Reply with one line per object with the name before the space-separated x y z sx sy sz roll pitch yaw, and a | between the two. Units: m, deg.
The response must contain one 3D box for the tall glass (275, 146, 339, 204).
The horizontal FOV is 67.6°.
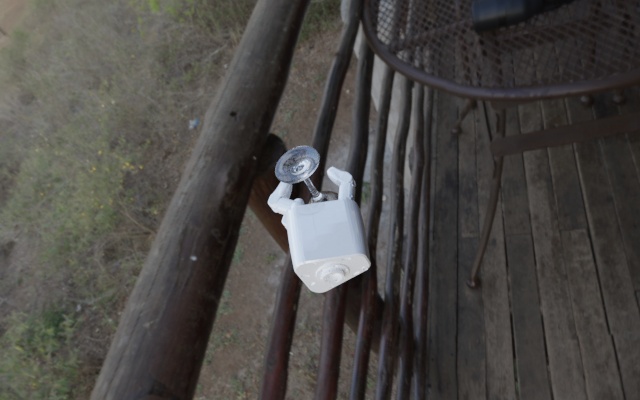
tall glass | 0.000 0.002 0.803 0.079 0.079 0.201 0 -36 27
